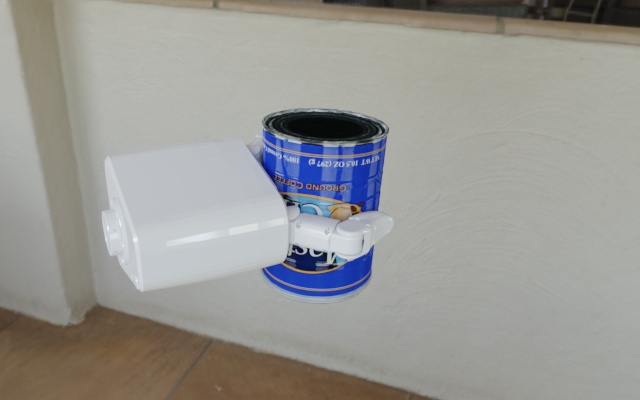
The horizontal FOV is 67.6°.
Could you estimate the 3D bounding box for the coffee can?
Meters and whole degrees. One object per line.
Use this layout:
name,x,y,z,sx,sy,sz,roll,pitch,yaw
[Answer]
coffee can,0.000,0.001,0.412,0.103,0.140,0.102,3,24,-1
